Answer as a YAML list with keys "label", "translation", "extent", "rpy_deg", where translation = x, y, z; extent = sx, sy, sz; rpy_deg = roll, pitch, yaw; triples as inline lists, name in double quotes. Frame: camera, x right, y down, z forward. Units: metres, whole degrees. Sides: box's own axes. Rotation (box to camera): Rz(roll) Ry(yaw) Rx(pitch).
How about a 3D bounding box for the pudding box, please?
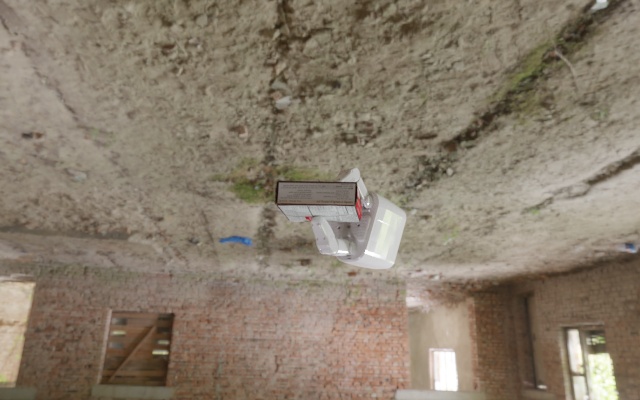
- label: "pudding box"
  translation: [0.000, 0.002, 0.674]
  extent: [0.113, 0.039, 0.090]
  rpy_deg: [-1, -17, 8]
